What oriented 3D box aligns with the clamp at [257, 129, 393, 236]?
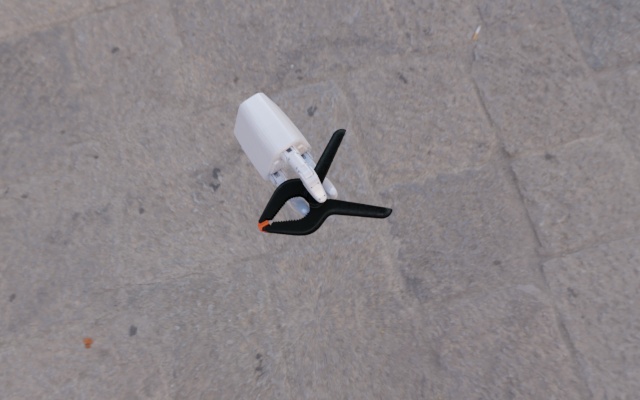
[{"bbox_3d":[0.000,0.002,0.765,0.210,0.164,0.036,-35,-9,-8],"label":"clamp"}]
